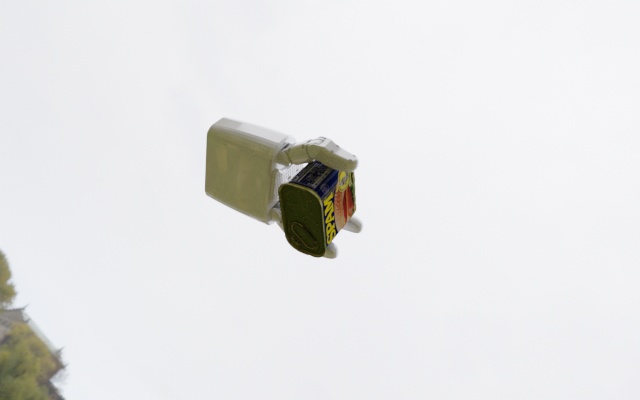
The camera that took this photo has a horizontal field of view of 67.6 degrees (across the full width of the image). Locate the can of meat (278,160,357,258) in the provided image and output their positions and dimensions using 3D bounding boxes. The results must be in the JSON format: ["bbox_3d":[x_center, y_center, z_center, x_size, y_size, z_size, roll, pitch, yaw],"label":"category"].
[{"bbox_3d":[0.000,0.002,0.567,0.057,0.102,0.084,18,44,26],"label":"can of meat"}]
